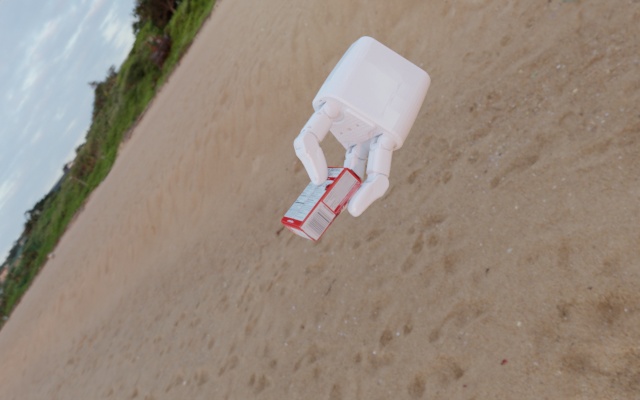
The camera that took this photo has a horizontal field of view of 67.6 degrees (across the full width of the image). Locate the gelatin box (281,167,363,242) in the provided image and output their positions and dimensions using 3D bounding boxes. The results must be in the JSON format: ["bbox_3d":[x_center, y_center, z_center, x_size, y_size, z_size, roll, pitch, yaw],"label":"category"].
[{"bbox_3d":[0.000,0.002,0.554,0.030,0.089,0.073,42,-12,-19],"label":"gelatin box"}]
